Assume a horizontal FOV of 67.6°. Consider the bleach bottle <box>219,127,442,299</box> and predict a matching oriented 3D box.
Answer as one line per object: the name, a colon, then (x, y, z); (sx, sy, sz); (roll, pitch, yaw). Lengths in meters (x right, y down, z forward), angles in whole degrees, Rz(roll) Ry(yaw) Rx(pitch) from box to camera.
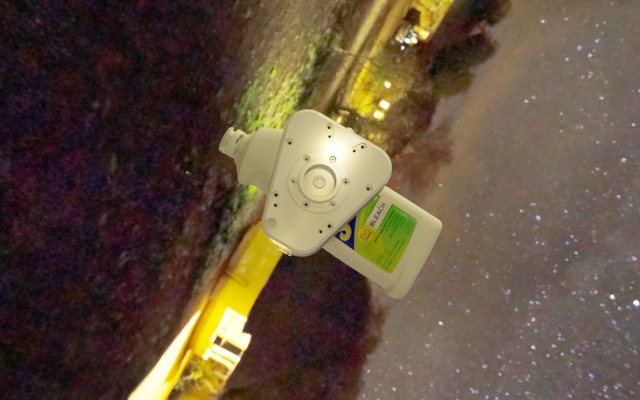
bleach bottle: (0.000, 0.002, 0.525); (0.251, 0.102, 0.068); (30, -6, 0)
